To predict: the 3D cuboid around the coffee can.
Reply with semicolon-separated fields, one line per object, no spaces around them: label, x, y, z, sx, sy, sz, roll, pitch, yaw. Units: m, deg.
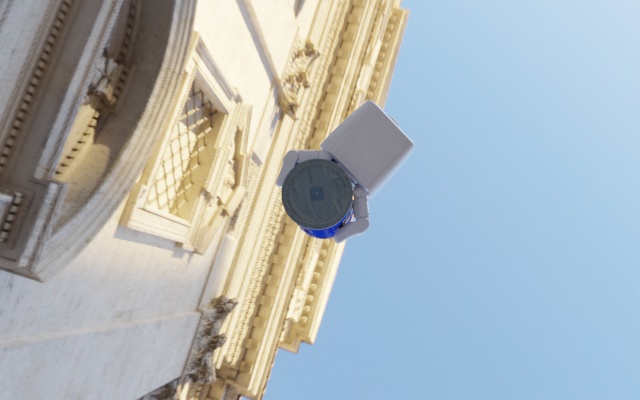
coffee can;0.000;0.003;0.742;0.103;0.102;0.140;0;-10;4
